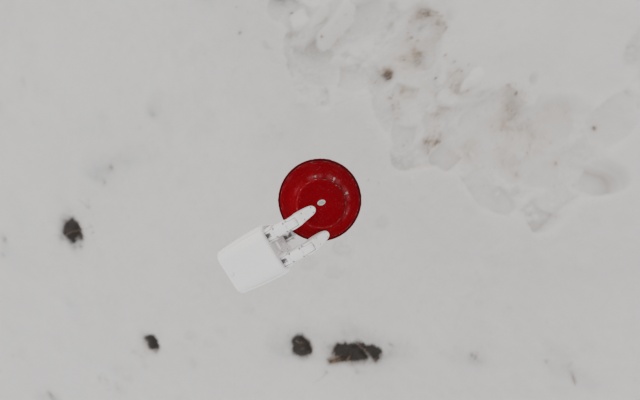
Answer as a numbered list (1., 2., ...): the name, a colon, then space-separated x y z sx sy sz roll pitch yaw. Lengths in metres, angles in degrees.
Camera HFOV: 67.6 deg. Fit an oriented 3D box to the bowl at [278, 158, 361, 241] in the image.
1. bowl: 0.001 0.002 0.897 0.162 0.162 0.055 0 7 -3
